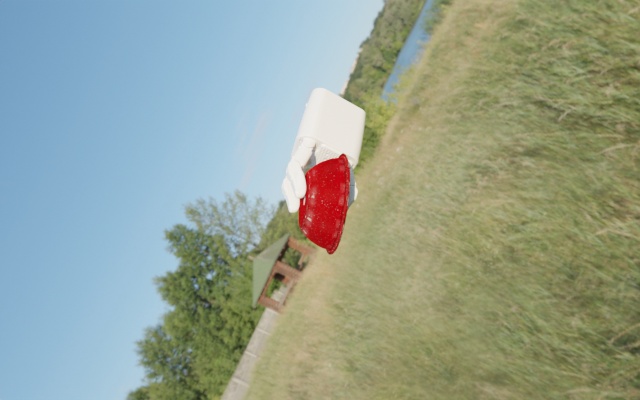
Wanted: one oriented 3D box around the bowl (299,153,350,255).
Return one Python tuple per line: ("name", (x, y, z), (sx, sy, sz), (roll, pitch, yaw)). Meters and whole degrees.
("bowl", (0.000, 0.003, 0.750), (0.055, 0.162, 0.162), (7, -1, -10))
